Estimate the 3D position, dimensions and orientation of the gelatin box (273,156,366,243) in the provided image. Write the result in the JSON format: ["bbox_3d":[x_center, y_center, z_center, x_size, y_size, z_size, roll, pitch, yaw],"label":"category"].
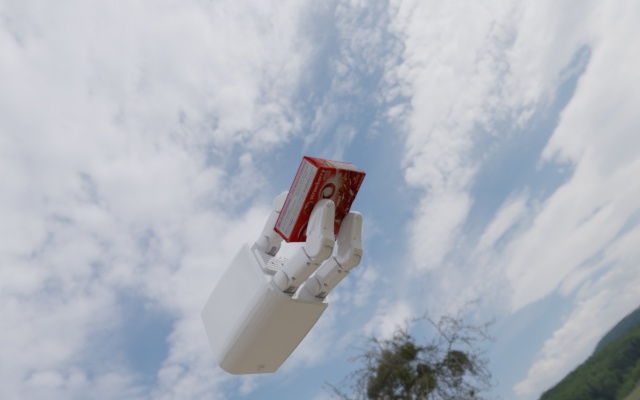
[{"bbox_3d":[0.000,0.001,0.501,0.073,0.089,0.030,5,25,-46],"label":"gelatin box"}]
